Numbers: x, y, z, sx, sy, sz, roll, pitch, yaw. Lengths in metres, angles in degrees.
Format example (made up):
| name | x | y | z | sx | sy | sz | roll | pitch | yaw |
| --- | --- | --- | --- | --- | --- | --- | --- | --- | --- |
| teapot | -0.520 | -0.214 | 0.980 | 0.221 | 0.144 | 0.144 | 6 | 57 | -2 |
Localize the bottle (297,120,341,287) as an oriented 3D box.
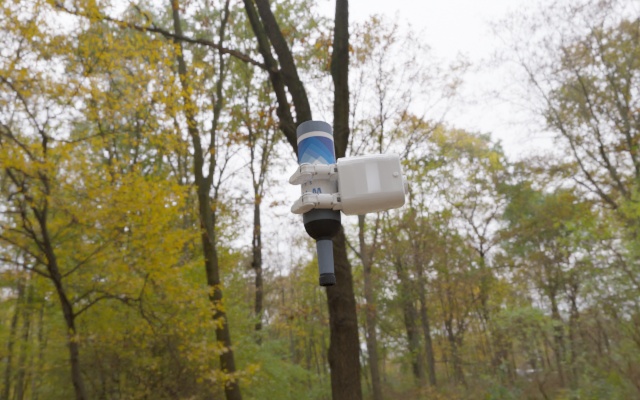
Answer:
| name | x | y | z | sx | sy | sz | roll | pitch | yaw |
| --- | --- | --- | --- | --- | --- | --- | --- | --- | --- |
| bottle | 0.000 | 0.003 | 0.837 | 0.069 | 0.295 | 0.069 | -4 | -22 | -2 |
